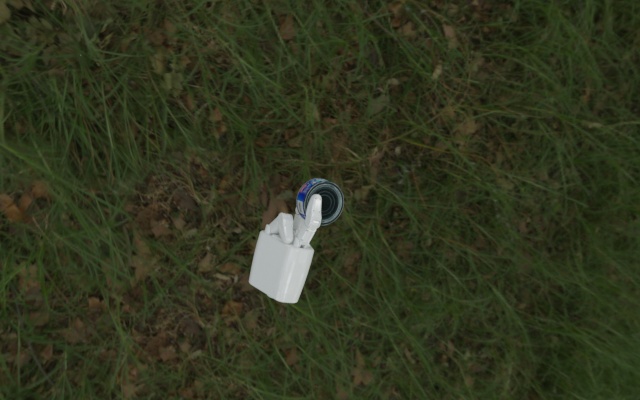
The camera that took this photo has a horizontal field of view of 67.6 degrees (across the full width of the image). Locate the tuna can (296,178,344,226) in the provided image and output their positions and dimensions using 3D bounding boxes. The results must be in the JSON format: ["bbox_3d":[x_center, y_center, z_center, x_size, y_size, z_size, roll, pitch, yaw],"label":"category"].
[{"bbox_3d":[0.000,0.003,0.888,0.086,0.086,0.033,0,10,-28],"label":"tuna can"}]
